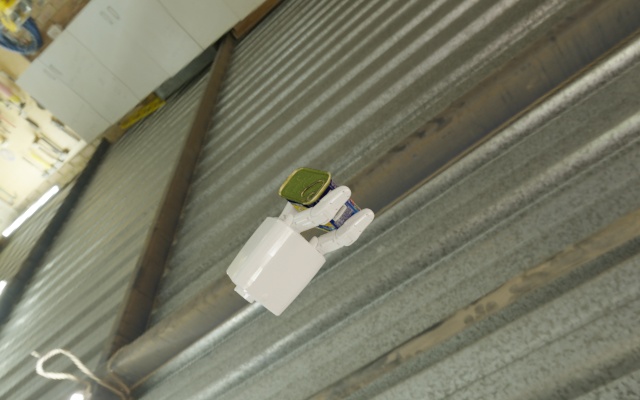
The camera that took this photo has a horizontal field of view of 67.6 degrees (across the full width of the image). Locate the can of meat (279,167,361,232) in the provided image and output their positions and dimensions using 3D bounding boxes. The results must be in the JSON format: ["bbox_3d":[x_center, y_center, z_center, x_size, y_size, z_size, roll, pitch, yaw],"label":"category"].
[{"bbox_3d":[0.000,0.002,0.697,0.084,0.057,0.102,46,-16,-30],"label":"can of meat"}]
